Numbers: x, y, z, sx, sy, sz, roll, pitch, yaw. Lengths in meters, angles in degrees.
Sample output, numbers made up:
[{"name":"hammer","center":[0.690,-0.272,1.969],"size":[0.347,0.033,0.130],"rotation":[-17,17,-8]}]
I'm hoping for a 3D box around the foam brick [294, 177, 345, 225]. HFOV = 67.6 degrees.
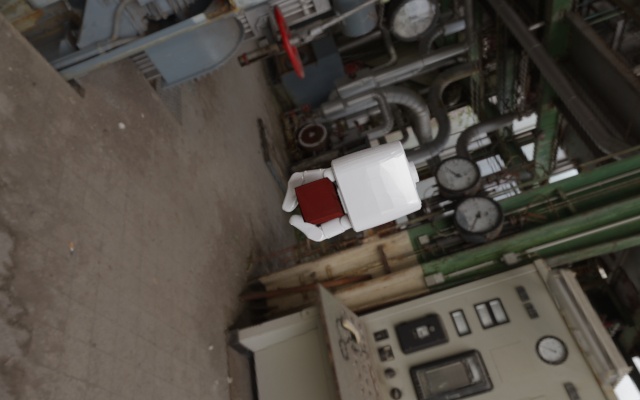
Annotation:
[{"name":"foam brick","center":[0.000,0.002,0.690],"size":[0.051,0.053,0.078],"rotation":[-18,-7,8]}]
